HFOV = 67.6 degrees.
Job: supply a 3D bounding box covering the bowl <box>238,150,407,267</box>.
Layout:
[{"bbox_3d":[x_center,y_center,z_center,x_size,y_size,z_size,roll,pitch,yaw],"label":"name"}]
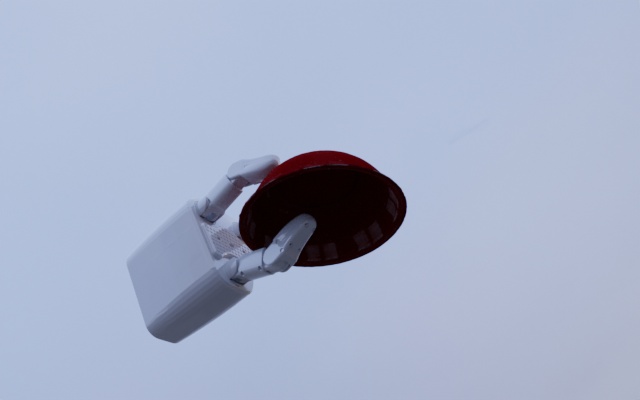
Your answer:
[{"bbox_3d":[0.001,0.001,0.472,0.162,0.055,0.162,-5,-38,-4],"label":"bowl"}]
